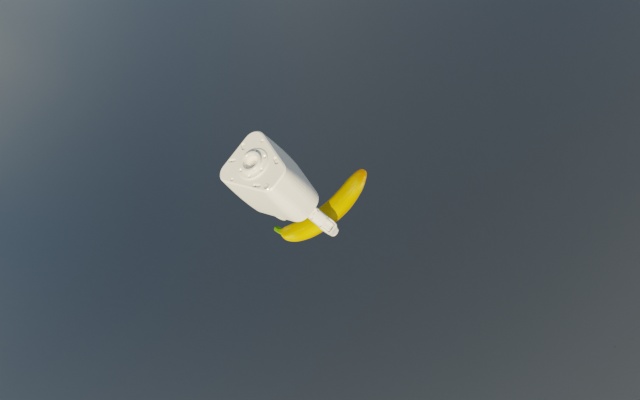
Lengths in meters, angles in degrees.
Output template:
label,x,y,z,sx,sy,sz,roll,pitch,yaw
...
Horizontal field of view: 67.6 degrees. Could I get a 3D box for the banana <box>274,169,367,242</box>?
label,x,y,z,sx,sy,sz,roll,pitch,yaw
banana,0.004,0.018,0.825,0.198,0.069,0.037,-33,-37,10
